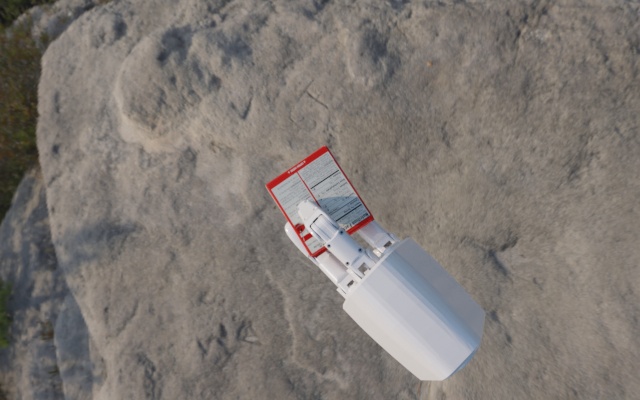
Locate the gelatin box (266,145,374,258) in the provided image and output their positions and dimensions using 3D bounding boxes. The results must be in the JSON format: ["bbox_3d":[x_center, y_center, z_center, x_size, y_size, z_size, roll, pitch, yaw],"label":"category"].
[{"bbox_3d":[0.000,0.001,0.477,0.073,0.089,0.030,-34,-8,4],"label":"gelatin box"}]
